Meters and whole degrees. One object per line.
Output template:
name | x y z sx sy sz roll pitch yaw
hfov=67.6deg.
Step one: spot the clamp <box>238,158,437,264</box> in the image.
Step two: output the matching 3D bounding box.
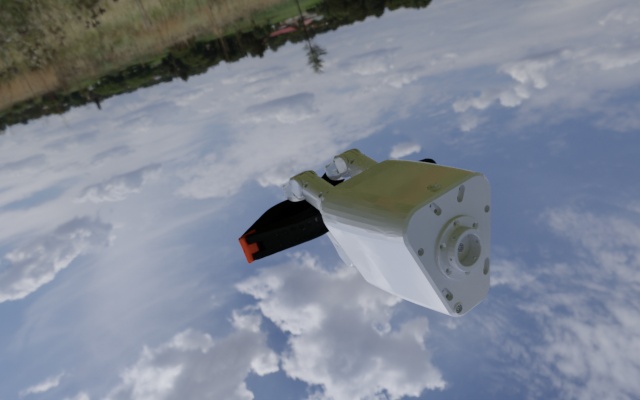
clamp | 0.000 0.003 0.516 0.210 0.036 0.164 -28 18 -25
